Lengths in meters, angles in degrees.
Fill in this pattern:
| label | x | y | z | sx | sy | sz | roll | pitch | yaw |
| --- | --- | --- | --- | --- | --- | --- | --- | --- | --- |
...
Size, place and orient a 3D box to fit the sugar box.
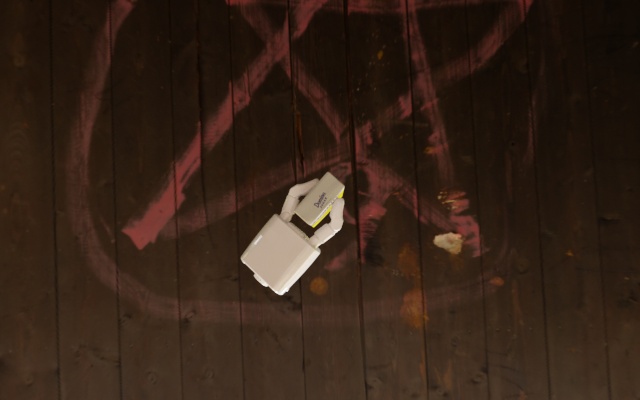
| label | x | y | z | sx | sy | sz | roll | pitch | yaw |
| --- | --- | --- | --- | --- | --- | --- | --- | --- | --- |
| sugar box | 0.000 | 0.003 | 0.899 | 0.048 | 0.093 | 0.176 | 41 | -2 | 1 |
